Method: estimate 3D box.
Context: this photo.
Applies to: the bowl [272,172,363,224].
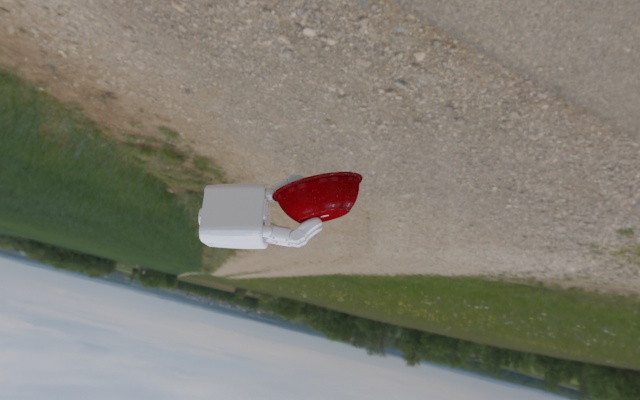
[{"bbox_3d":[0.001,0.003,0.825,0.162,0.055,0.162,-12,-13,-3],"label":"bowl"}]
